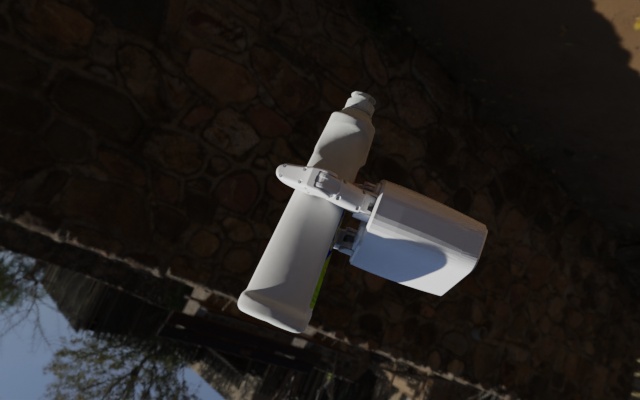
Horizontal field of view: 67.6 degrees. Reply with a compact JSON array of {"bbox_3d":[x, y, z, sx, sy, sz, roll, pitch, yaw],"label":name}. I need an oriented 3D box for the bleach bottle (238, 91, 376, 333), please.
[{"bbox_3d":[0.000,0.002,0.484,0.068,0.250,0.102,21,-11,5],"label":"bleach bottle"}]
